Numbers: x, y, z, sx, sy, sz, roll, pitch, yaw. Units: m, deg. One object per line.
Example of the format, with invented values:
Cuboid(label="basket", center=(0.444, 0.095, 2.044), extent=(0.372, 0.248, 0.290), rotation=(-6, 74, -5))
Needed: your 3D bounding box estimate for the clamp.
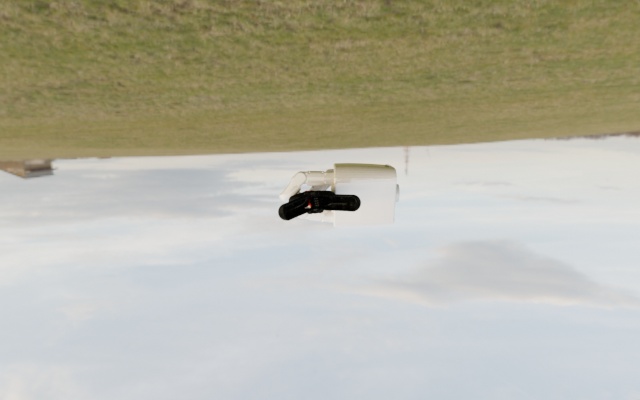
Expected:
Cuboid(label="clamp", center=(0.000, 0.003, 0.756), extent=(0.120, 0.039, 0.171), rotation=(-1, 9, 1))
